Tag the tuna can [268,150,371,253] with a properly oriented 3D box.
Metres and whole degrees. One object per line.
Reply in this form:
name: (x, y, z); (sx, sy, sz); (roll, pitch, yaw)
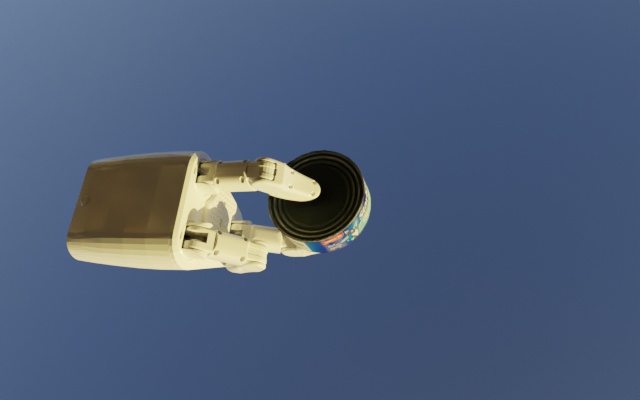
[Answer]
tuna can: (0.000, 0.002, 0.416); (0.086, 0.086, 0.034); (0, -25, 19)
